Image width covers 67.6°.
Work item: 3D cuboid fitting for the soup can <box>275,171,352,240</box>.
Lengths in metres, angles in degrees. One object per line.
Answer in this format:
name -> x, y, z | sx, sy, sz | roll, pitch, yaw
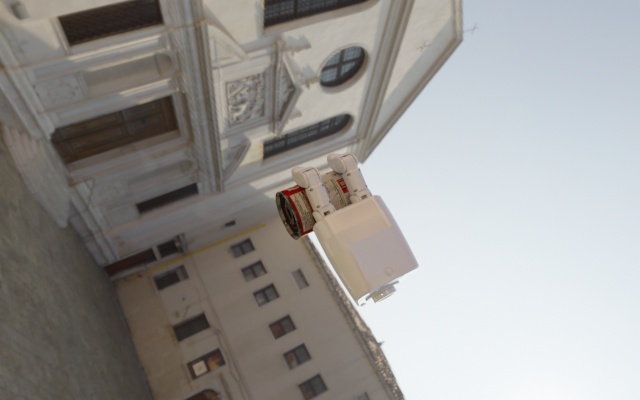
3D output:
soup can -> 0.000, 0.002, 0.640 | 0.102, 0.068, 0.068 | -23, 8, -19
